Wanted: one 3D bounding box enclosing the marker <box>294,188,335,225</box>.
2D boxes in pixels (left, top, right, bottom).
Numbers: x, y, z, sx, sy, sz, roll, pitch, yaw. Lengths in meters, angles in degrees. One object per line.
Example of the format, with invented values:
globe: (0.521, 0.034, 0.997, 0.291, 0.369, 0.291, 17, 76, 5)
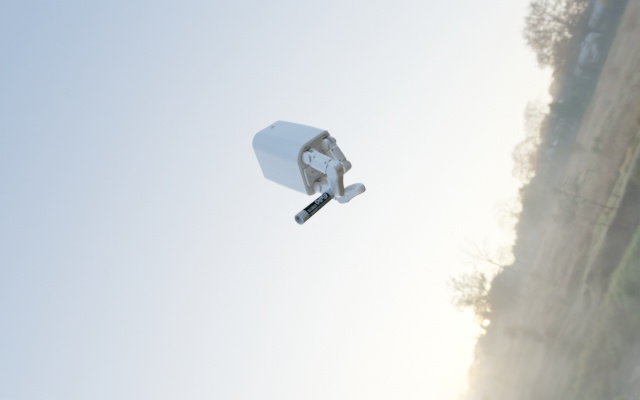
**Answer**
marker: (0.000, 0.003, 0.771, 0.020, 0.020, 0.121, 0, 27, 38)
